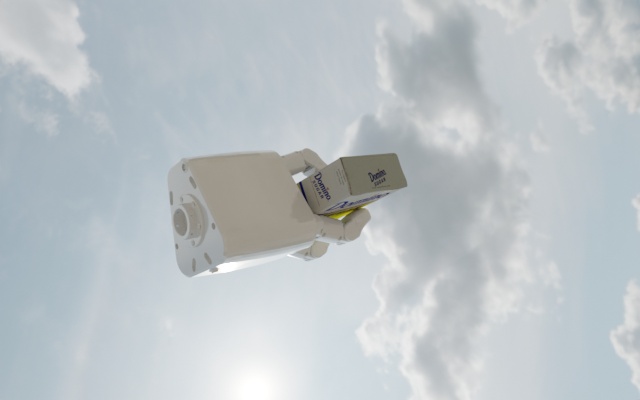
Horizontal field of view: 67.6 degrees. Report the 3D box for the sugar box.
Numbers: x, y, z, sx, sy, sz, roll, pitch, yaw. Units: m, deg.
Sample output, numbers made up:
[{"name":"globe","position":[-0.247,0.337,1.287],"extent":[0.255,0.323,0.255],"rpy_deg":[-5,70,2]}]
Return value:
[{"name":"sugar box","position":[0.000,0.002,0.535],"extent":[0.093,0.048,0.176],"rpy_deg":[-9,-11,-44]}]
